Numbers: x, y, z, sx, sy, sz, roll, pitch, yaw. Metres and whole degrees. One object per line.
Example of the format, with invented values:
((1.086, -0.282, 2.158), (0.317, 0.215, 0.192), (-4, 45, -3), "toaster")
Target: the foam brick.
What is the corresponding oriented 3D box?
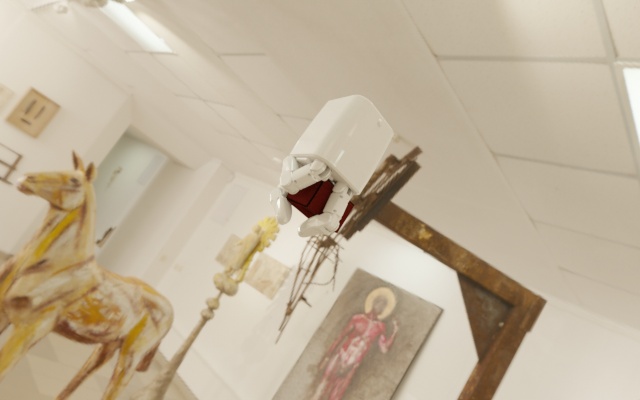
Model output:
((0.000, 0.002, 0.681), (0.053, 0.051, 0.078), (20, -17, 47), "foam brick")
